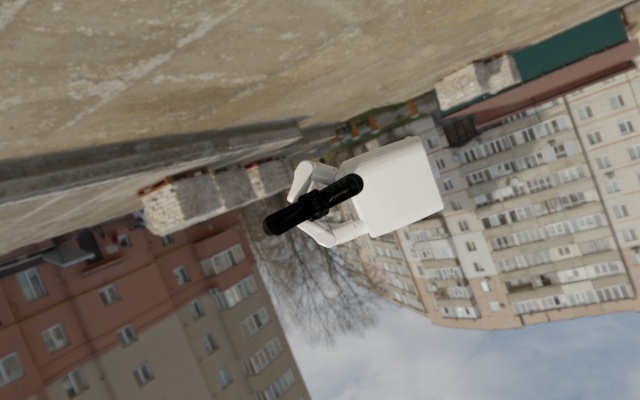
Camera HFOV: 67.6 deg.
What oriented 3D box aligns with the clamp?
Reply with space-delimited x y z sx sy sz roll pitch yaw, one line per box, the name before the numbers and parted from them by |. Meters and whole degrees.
clamp | 0.000 0.003 0.585 0.120 0.039 0.171 -22 2 8
